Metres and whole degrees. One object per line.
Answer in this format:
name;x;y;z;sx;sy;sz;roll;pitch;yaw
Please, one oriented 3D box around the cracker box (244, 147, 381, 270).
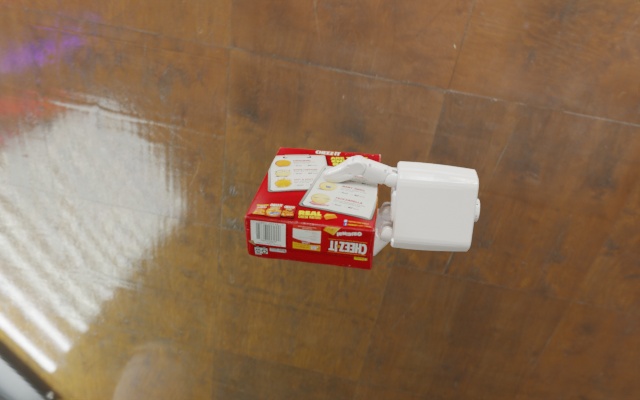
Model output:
cracker box;0.000;0.002;0.682;0.164;0.072;0.213;5;31;6
